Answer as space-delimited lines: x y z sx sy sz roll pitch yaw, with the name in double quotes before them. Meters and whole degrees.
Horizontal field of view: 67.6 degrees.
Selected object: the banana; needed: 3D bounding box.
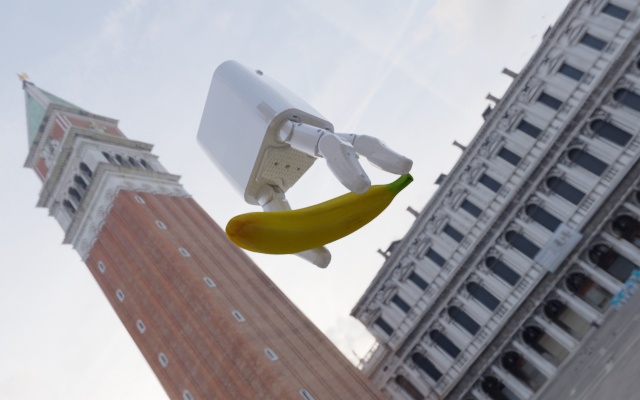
"banana" -0.003 0.014 0.415 0.198 0.070 0.037 -18 54 -38
